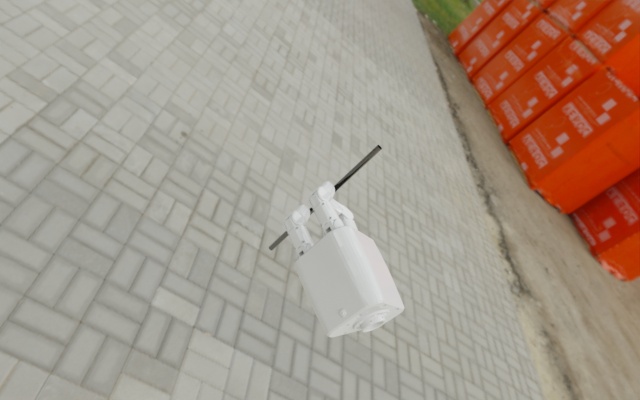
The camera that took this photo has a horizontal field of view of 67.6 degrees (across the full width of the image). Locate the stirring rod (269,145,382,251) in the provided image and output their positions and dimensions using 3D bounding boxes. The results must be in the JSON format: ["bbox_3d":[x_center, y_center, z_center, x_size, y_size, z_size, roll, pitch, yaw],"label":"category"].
[{"bbox_3d":[0.000,0.002,0.679,0.240,0.011,0.011,-43,-24,29],"label":"stirring rod"}]
